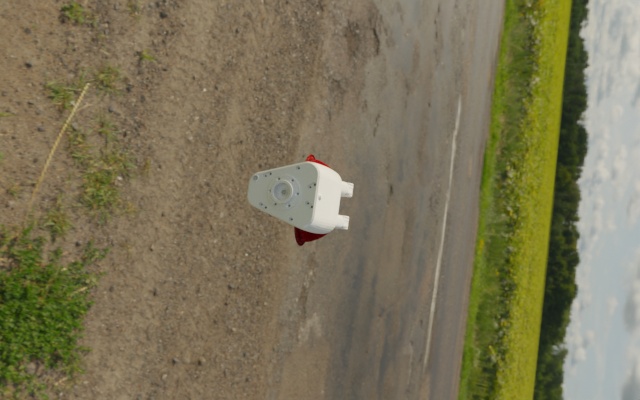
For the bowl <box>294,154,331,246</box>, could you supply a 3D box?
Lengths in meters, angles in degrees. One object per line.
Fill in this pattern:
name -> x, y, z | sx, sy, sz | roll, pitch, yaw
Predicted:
bowl -> 0.001, 0.003, 0.833 | 0.055, 0.162, 0.162 | 7, 1, 10
